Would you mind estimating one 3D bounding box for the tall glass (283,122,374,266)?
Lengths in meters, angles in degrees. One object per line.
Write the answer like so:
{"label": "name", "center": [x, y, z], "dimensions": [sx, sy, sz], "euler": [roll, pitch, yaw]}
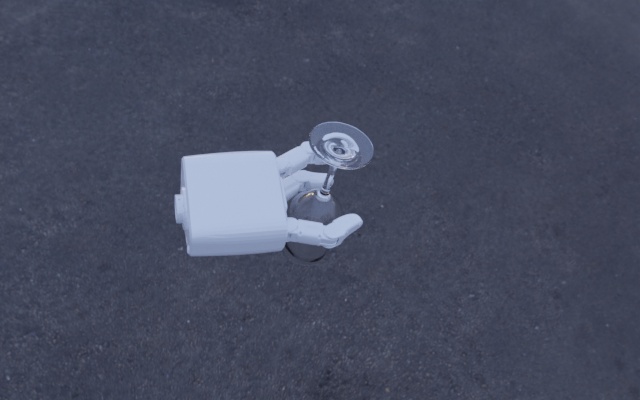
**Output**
{"label": "tall glass", "center": [0.000, 0.002, 0.597], "dimensions": [0.079, 0.079, 0.201], "euler": [0, -40, -17]}
